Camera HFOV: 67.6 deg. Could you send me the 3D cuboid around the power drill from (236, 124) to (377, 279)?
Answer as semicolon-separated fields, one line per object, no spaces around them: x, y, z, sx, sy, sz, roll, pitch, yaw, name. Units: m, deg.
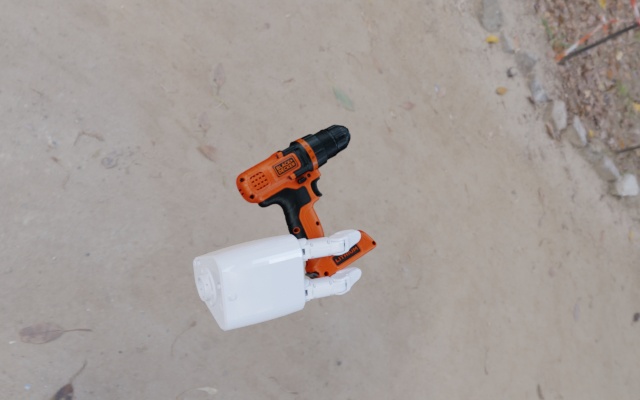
0.000;0.003;0.674;0.184;0.187;0.057;-31;1;-18;power drill
